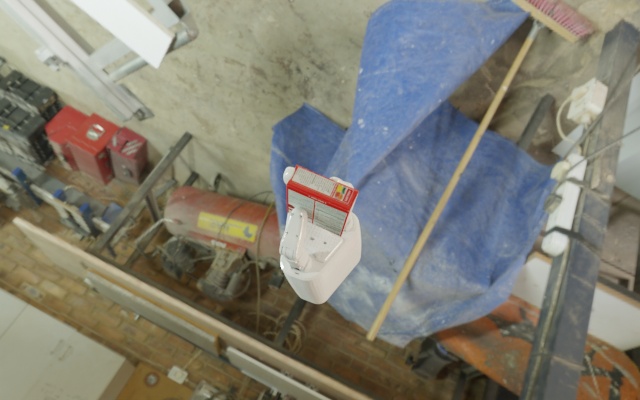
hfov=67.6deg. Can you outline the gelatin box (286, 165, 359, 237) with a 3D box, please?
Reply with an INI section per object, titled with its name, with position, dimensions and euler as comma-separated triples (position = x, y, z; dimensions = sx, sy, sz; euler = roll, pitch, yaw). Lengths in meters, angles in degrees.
[gelatin box]
position = 0.000, 0.002, 0.540
dimensions = 0.073, 0.030, 0.089
euler = 23, -21, 6
